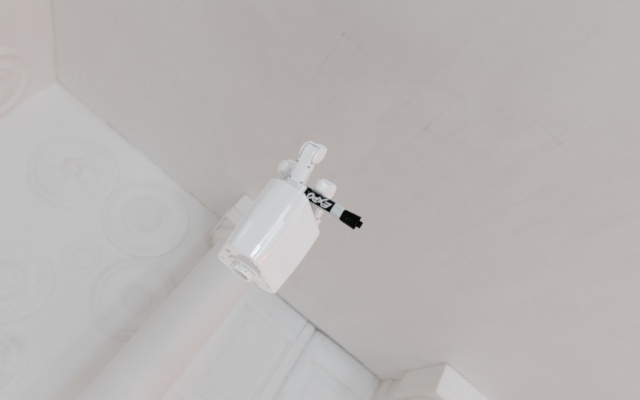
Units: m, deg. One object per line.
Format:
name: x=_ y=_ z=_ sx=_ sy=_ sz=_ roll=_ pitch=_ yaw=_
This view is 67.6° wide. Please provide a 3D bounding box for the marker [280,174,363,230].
marker: x=0.000 y=0.002 z=0.610 sx=0.121 sy=0.020 sz=0.020 roll=30 pitch=7 yaw=11
